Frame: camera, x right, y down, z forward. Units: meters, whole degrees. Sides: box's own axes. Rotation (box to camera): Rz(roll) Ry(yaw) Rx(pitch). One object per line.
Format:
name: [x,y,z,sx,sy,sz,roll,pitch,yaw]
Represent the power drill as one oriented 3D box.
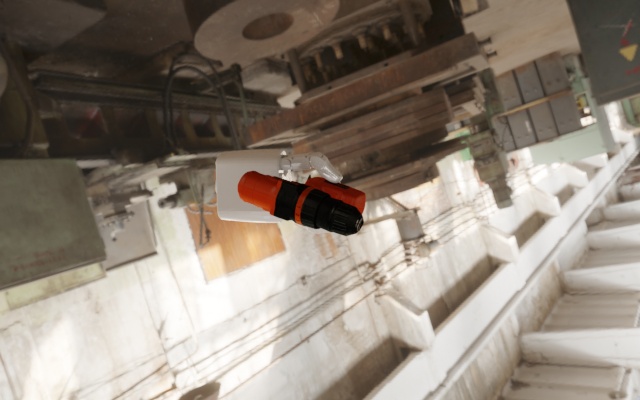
power drill: [0.000,0.002,0.691,0.184,0.057,0.187,21,8,23]
